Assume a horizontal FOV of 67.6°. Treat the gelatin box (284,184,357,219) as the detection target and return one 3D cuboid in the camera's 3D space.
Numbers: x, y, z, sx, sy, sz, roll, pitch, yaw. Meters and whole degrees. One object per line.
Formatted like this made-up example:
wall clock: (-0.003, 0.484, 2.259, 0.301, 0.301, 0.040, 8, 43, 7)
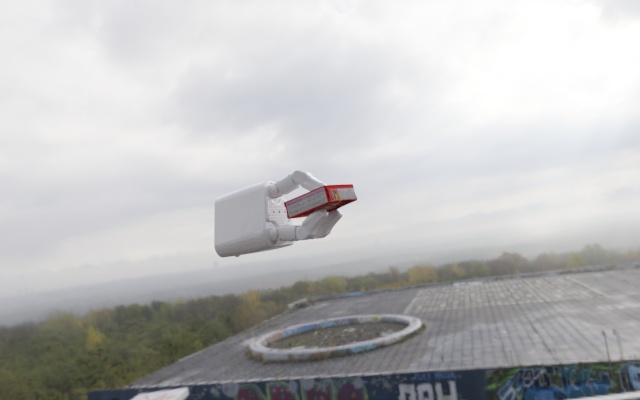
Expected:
gelatin box: (0.000, 0.002, 0.738, 0.089, 0.030, 0.073, -23, -12, 37)
